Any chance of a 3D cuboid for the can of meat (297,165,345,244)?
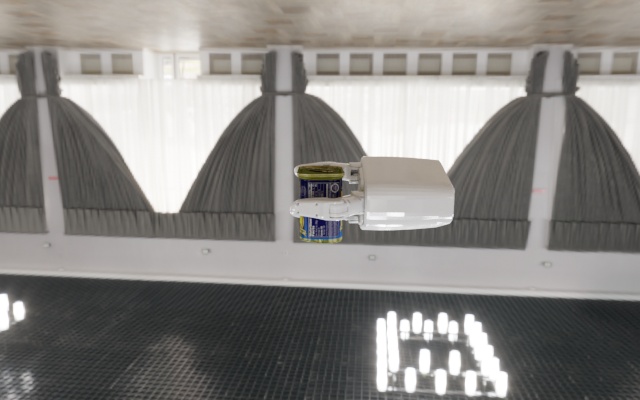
[{"bbox_3d":[0.000,0.002,0.604,0.057,0.084,0.102,0,10,-1],"label":"can of meat"}]
